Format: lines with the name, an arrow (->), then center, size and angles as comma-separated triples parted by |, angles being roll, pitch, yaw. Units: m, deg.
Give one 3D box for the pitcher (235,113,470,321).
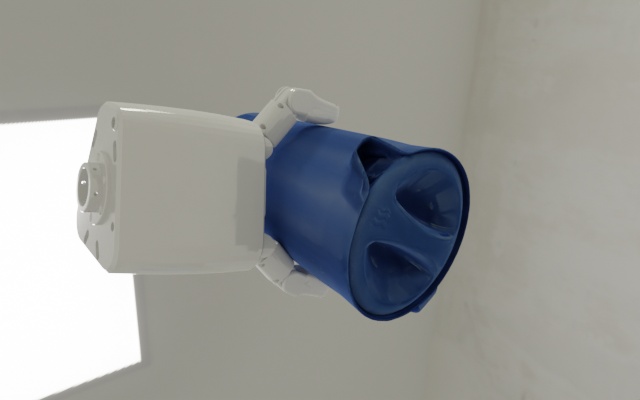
pitcher -> 0.000, 0.001, 0.433 | 0.145, 0.149, 0.242 | 3, 16, -41
